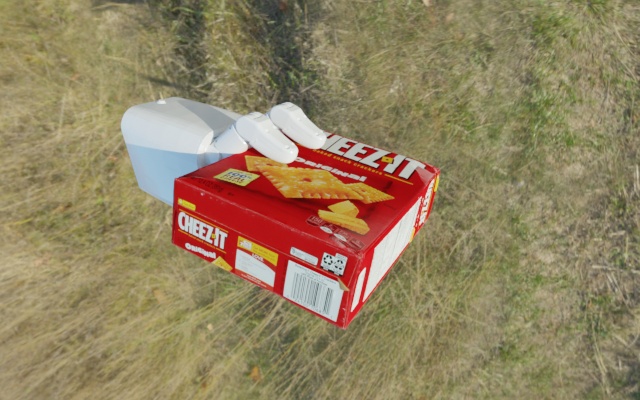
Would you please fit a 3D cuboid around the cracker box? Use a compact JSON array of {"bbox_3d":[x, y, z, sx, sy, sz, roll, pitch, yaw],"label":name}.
[{"bbox_3d":[0.000,0.002,0.438,0.164,0.072,0.213,22,29,20],"label":"cracker box"}]
